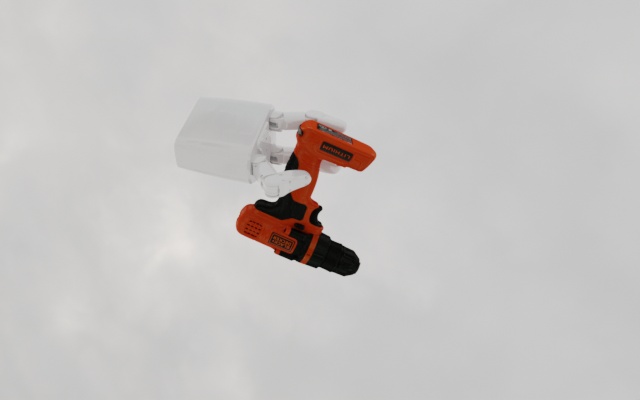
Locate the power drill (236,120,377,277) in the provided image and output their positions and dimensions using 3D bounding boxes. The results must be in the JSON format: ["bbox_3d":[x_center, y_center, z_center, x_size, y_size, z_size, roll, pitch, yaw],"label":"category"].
[{"bbox_3d":[0.000,0.002,0.641,0.184,0.188,0.057,24,18,-10],"label":"power drill"}]
